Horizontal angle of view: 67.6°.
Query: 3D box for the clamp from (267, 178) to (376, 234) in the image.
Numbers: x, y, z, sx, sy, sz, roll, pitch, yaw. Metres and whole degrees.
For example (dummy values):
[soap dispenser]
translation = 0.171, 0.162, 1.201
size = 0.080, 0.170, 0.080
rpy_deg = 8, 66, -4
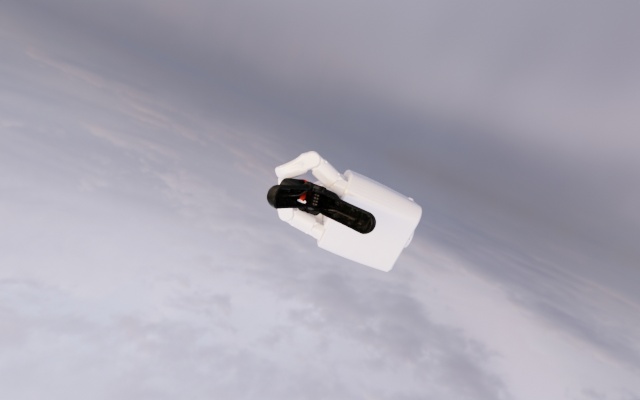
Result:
[clamp]
translation = 0.000, 0.002, 0.568
size = 0.120, 0.039, 0.171
rpy_deg = 24, 8, -5
